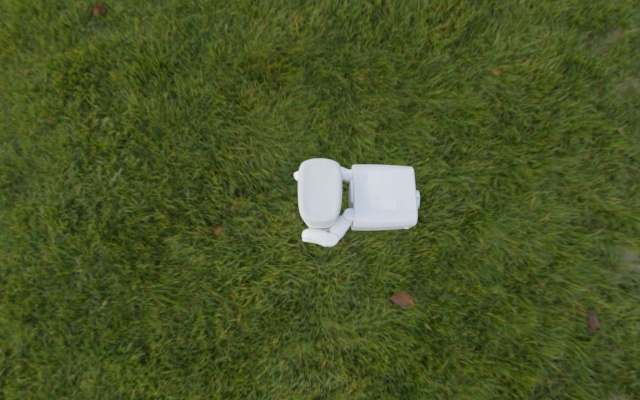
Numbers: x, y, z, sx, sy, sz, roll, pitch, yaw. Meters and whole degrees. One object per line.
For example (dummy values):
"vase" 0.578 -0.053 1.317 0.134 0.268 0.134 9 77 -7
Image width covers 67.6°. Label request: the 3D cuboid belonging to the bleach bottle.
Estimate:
"bleach bottle" 0.000 0.003 0.842 0.068 0.102 0.251 1 -8 1
